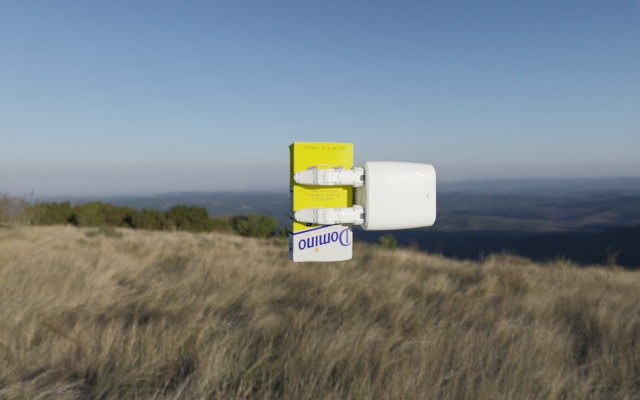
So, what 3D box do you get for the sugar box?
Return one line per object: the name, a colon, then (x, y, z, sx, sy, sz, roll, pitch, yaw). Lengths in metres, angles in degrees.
sugar box: (0.000, 0.002, 0.718, 0.093, 0.176, 0.048, -1, 1, -14)
